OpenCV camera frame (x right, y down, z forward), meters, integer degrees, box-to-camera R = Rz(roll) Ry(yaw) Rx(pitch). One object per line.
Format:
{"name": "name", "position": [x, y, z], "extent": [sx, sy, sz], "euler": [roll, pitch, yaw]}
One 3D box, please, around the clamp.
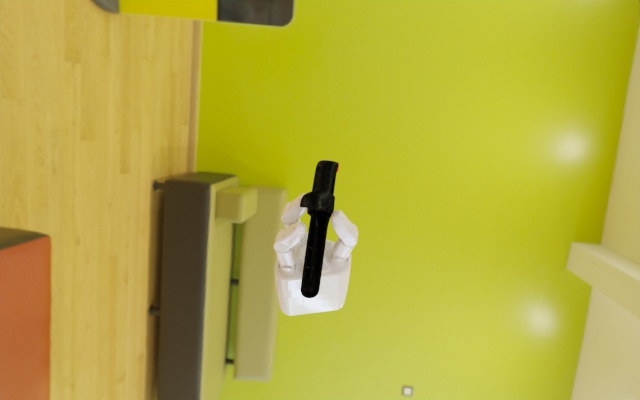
{"name": "clamp", "position": [0.001, 0.002, 0.646], "extent": [0.036, 0.165, 0.209], "euler": [7, 45, 5]}
